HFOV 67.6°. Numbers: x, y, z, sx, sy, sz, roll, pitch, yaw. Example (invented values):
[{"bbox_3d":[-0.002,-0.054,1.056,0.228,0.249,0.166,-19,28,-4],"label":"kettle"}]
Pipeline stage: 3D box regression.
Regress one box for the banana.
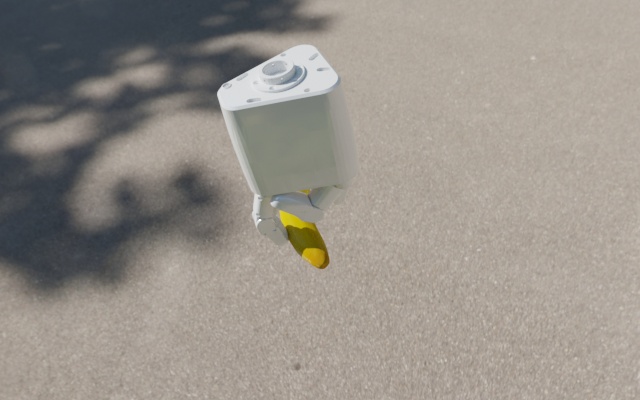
[{"bbox_3d":[-0.018,0.001,0.588,0.069,0.197,0.037,-4,-44,10],"label":"banana"}]
